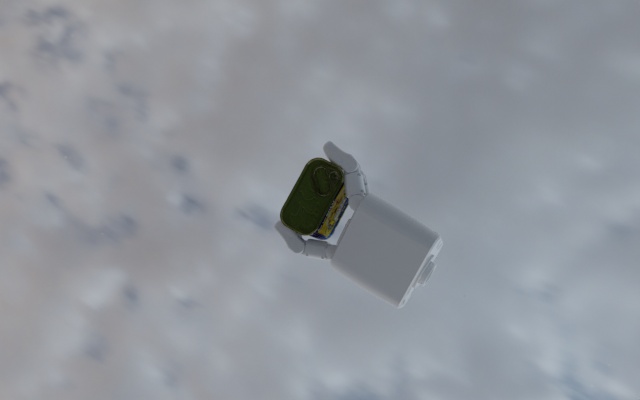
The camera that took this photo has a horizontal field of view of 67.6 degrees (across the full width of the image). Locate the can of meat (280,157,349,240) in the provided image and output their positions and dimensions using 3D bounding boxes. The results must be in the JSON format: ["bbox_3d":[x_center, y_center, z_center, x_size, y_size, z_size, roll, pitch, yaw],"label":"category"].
[{"bbox_3d":[0.000,0.002,0.655,0.057,0.102,0.084,28,-2,20],"label":"can of meat"}]
